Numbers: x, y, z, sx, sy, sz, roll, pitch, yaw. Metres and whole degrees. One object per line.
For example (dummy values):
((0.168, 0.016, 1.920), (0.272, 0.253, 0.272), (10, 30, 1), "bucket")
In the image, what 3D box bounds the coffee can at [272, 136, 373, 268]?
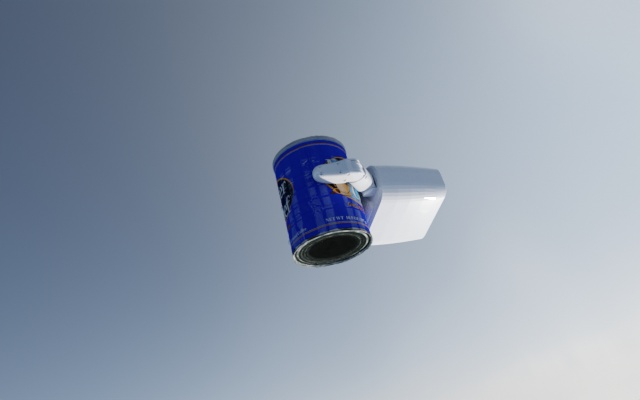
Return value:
((0.000, 0.002, 0.621), (0.103, 0.140, 0.103), (-11, -29, -6), "coffee can")
